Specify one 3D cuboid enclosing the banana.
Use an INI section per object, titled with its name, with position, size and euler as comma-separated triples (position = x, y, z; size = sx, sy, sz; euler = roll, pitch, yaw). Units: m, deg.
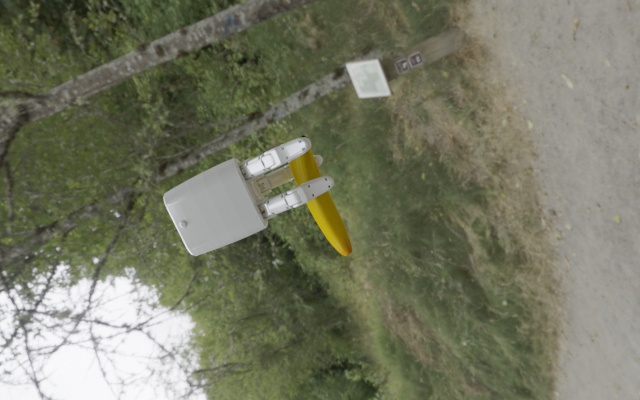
[banana]
position = -0.006, -0.009, 0.657
size = 0.037, 0.198, 0.069
euler = -26, 31, -2
